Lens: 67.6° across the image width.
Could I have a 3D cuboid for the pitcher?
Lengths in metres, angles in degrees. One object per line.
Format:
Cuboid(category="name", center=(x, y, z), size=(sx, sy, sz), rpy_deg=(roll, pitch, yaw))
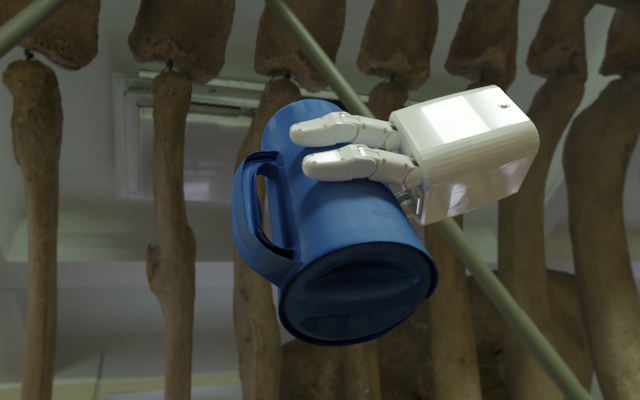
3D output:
Cuboid(category="pitcher", center=(0.000, 0.001, 0.460), size=(0.145, 0.149, 0.242), rpy_deg=(-17, 43, 0))
